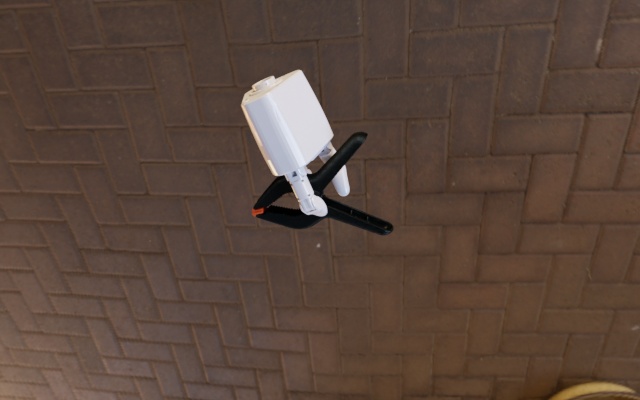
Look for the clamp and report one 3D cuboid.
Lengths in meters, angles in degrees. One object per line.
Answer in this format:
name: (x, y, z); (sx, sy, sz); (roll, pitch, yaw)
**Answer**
clamp: (-0.001, 0.003, 0.714); (0.210, 0.165, 0.036); (-18, 22, 20)
